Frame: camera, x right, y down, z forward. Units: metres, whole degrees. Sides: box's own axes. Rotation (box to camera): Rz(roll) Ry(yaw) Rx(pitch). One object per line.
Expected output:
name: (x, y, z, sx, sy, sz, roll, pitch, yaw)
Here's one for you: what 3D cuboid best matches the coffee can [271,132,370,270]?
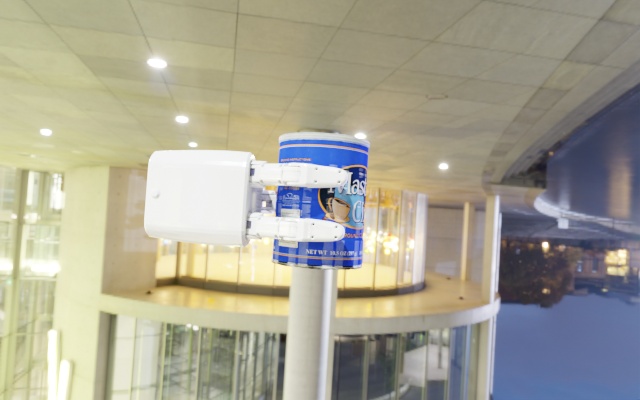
coffee can: (0.000, 0.002, 0.537, 0.103, 0.140, 0.103, 4, -2, 0)
